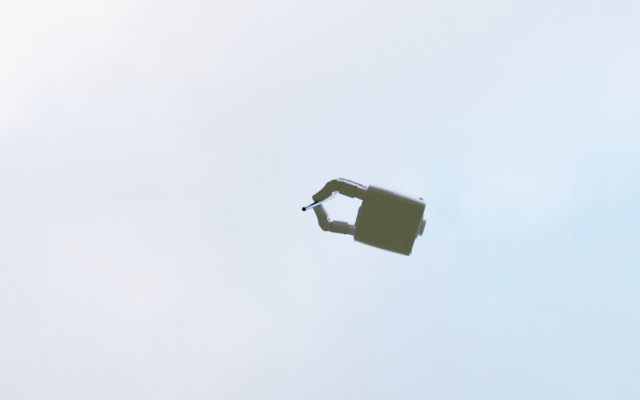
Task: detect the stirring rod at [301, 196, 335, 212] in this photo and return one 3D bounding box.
[{"bbox_3d":[0.000,0.003,0.876,0.011,0.011,0.239,0,5,13],"label":"stirring rod"}]
